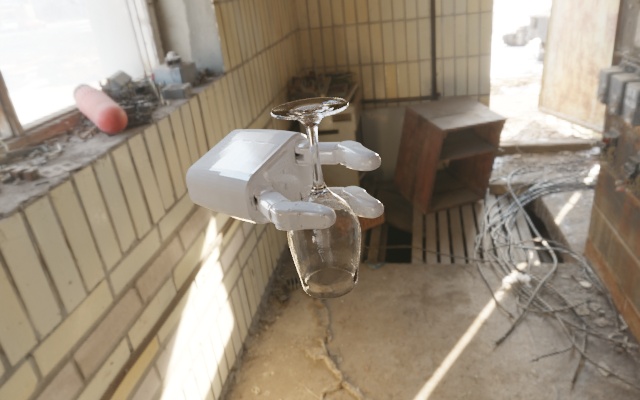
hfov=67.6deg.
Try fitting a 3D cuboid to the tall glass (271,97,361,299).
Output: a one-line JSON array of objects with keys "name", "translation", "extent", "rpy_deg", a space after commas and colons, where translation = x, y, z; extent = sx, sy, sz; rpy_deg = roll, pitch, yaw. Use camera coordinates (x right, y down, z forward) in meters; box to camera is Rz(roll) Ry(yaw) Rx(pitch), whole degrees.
[{"name": "tall glass", "translation": [0.000, 0.001, 0.492], "extent": [0.079, 0.201, 0.079], "rpy_deg": [-6, 24, 3]}]
